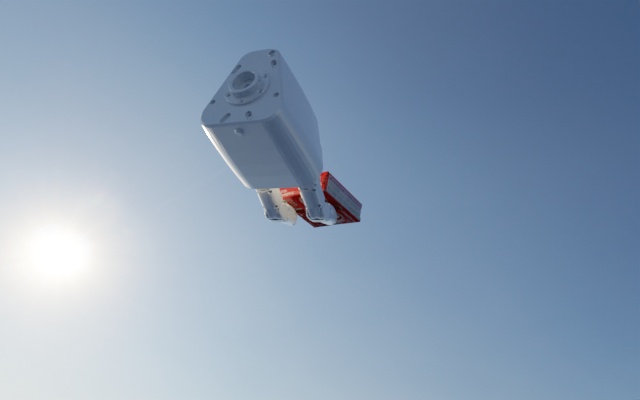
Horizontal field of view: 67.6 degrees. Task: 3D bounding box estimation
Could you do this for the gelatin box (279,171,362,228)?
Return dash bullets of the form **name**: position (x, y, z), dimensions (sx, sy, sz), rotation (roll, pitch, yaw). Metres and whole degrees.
- **gelatin box**: position (0.000, 0.002, 0.612), dimensions (0.073, 0.030, 0.089), rotation (-9, -33, 33)
